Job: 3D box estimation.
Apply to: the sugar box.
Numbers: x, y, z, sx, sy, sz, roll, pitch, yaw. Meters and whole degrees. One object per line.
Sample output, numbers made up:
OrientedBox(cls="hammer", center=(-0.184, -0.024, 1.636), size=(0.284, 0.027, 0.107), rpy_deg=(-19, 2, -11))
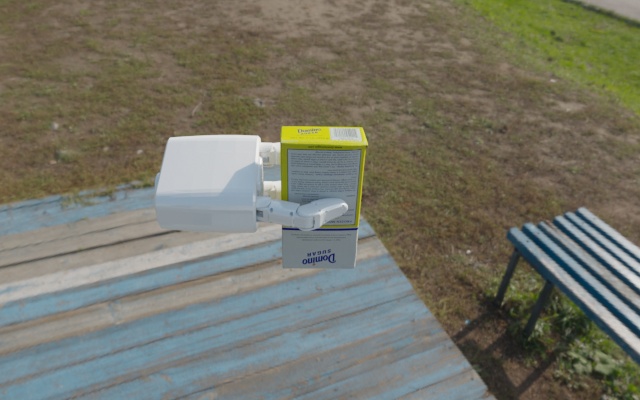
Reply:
OrientedBox(cls="sugar box", center=(0.000, 0.001, 0.558), size=(0.093, 0.176, 0.048), rpy_deg=(1, 37, -3))
